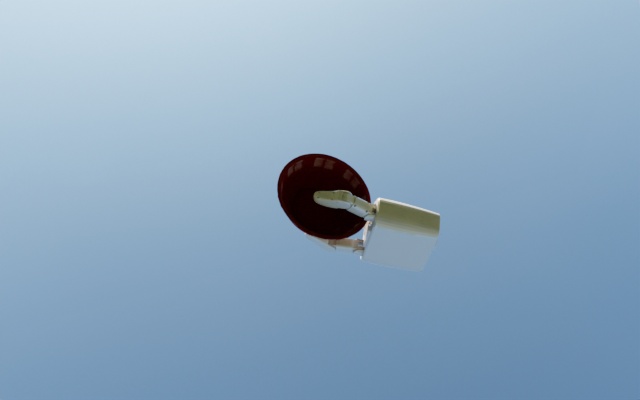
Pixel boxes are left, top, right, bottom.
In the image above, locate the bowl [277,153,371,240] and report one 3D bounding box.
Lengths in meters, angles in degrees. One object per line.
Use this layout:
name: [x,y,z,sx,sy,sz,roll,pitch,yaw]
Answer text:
bowl: [-0.001,0.002,0.793,0.162,0.162,0.055,0,-29,-22]
